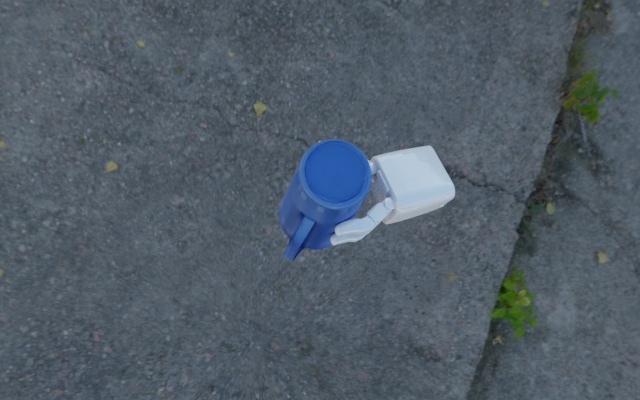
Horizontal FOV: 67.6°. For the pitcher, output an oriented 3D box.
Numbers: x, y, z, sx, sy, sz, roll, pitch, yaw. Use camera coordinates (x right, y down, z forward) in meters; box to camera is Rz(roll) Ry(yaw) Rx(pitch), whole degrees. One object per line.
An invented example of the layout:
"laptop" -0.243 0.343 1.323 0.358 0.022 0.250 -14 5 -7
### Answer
"pitcher" 0.000 0.002 0.786 0.145 0.149 0.243 -12 -14 -12
